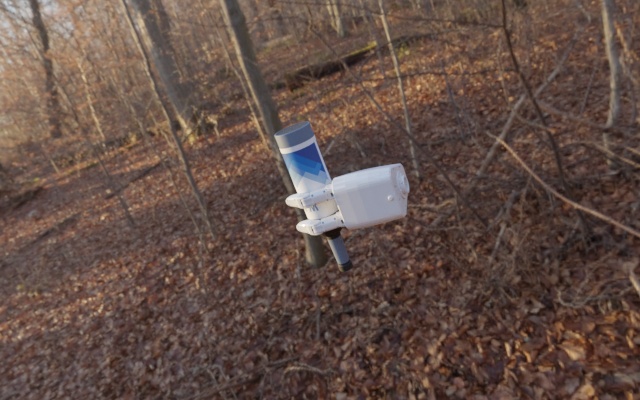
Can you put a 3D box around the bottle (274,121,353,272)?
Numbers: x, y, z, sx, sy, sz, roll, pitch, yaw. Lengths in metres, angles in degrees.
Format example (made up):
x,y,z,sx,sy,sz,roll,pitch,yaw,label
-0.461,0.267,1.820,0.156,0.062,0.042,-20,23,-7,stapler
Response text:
x,y,z,sx,sy,sz,roll,pitch,yaw,label
0.000,0.003,0.888,0.069,0.296,0.069,-19,19,7,bottle
